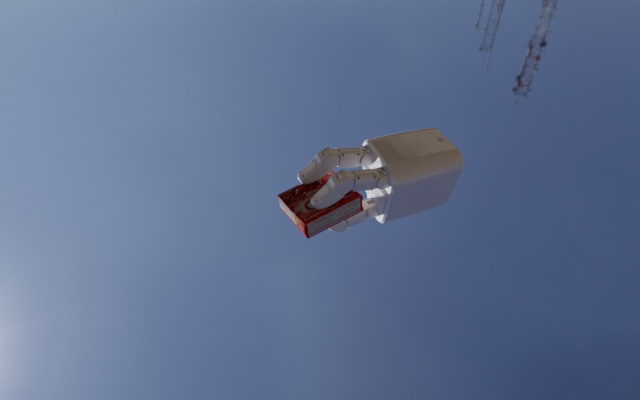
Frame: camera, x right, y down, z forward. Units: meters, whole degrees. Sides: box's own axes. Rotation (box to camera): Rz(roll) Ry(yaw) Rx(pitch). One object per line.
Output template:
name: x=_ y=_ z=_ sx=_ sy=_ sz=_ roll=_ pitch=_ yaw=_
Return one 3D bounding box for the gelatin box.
gelatin box: x=0.000 y=0.003 z=0.627 sx=0.089 sy=0.030 sz=0.073 roll=-26 pitch=44 yaw=-19
